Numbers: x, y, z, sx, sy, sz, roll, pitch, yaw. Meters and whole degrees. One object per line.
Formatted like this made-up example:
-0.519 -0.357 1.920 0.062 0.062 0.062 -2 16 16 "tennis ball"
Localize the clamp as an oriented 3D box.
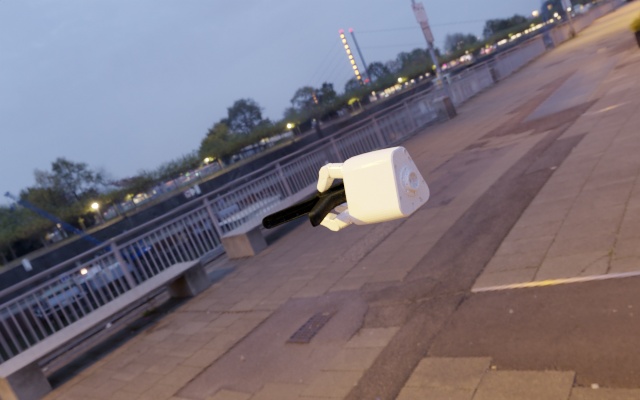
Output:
0.000 0.002 0.894 0.164 0.036 0.210 -8 17 46 "clamp"
